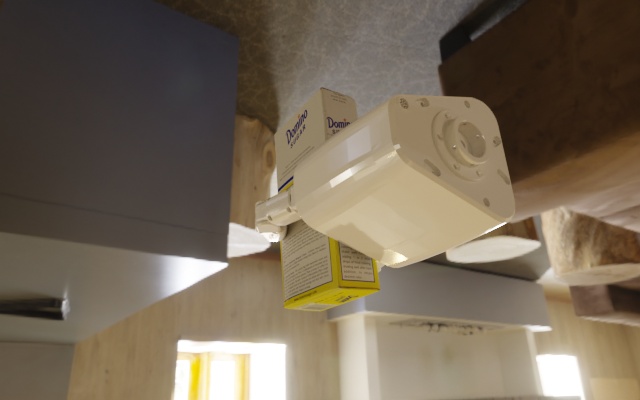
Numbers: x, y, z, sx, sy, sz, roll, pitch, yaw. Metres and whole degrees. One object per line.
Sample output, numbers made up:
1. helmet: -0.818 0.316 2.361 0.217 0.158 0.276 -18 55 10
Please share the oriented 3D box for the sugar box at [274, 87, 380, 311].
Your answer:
1. sugar box: 0.001 0.002 0.421 0.048 0.176 0.093 12 -26 -30
